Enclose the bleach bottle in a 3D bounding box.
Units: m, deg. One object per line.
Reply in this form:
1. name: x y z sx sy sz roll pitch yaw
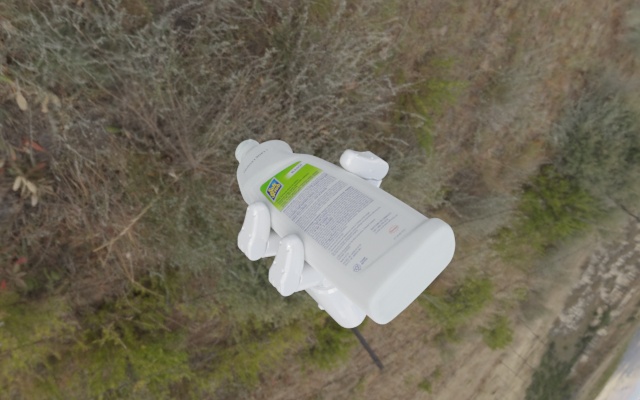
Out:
1. bleach bottle: 0.000 0.002 0.465 0.250 0.102 0.068 39 -15 37
